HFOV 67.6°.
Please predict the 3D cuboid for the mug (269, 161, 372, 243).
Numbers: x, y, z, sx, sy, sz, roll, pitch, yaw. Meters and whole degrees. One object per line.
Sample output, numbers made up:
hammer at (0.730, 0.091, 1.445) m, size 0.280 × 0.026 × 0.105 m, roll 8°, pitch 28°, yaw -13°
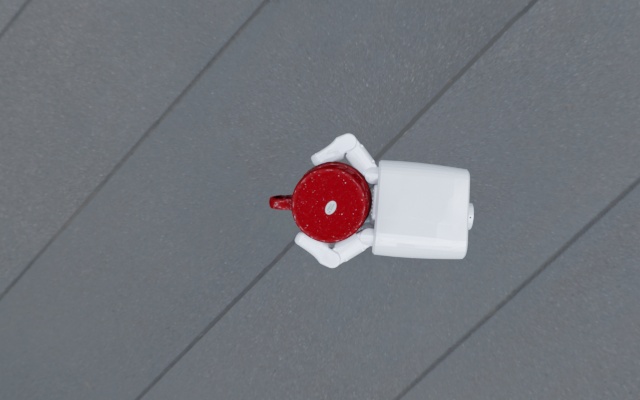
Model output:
mug at (-0.001, 0.002, 0.538) m, size 0.117 × 0.093 × 0.081 m, roll 3°, pitch 5°, yaw 5°
